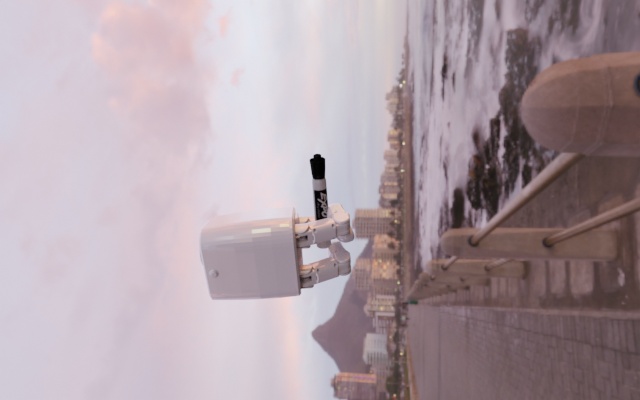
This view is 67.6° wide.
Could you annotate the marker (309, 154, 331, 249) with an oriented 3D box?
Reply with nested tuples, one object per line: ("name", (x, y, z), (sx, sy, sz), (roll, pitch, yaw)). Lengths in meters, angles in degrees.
("marker", (0.000, 0.002, 0.579), (0.020, 0.121, 0.020), (-4, 24, 2))
